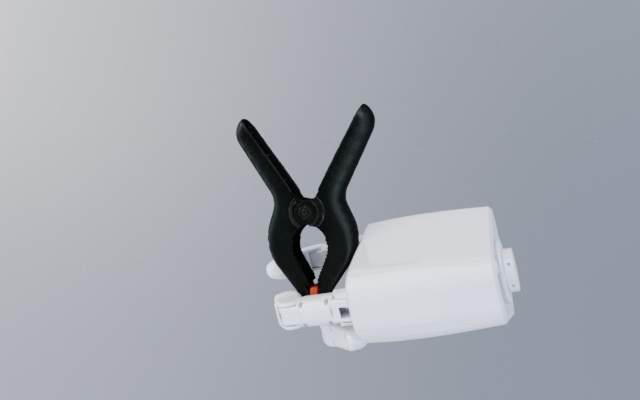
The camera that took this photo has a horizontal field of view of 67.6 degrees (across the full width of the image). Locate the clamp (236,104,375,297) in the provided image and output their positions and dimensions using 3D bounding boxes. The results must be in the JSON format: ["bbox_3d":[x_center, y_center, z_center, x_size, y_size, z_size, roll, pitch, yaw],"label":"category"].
[{"bbox_3d":[0.000,0.002,0.402,0.120,0.171,0.039,-13,3,23],"label":"clamp"}]
